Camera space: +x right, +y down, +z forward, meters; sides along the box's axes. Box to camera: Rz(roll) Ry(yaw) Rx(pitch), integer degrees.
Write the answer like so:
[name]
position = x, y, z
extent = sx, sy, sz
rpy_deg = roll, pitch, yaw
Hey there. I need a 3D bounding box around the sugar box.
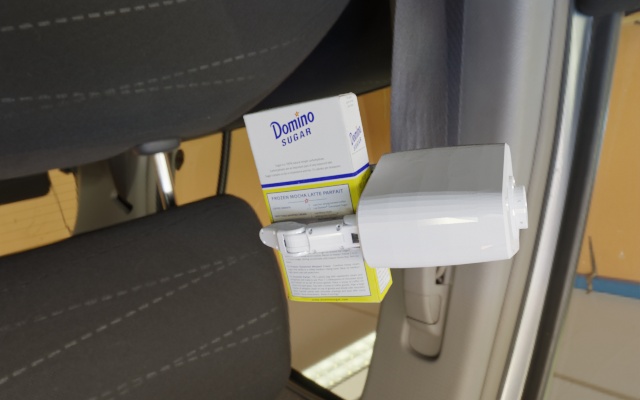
[sugar box]
position = 0.000, 0.001, 0.420
extent = 0.093, 0.176, 0.048
rpy_deg = -5, 13, 26
